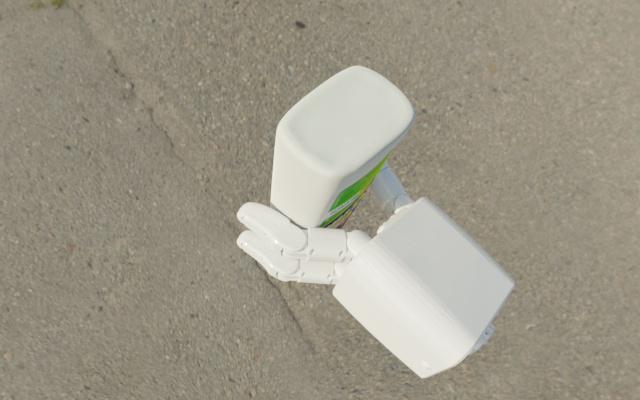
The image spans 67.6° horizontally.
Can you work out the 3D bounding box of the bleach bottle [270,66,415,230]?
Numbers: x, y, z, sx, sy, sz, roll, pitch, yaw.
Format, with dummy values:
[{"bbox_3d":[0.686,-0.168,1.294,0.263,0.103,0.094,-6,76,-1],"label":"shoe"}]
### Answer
[{"bbox_3d":[0.000,0.001,0.432,0.102,0.068,0.251,-40,-15,-25],"label":"bleach bottle"}]
